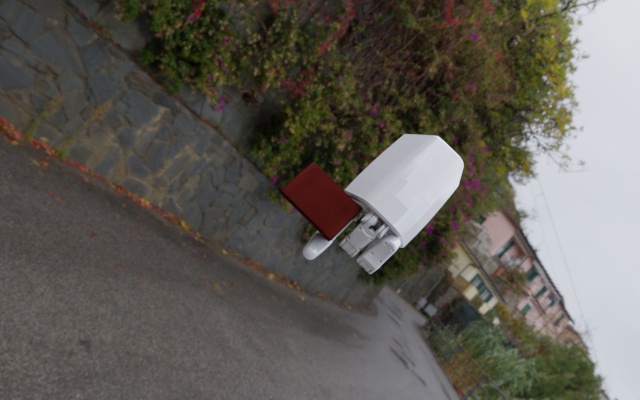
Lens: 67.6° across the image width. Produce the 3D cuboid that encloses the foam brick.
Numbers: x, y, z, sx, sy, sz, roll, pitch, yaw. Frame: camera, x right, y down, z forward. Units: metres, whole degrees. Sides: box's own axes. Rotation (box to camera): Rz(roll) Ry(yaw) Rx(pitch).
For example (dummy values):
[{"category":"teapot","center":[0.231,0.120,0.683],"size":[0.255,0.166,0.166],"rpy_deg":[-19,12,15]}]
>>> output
[{"category":"foam brick","center":[0.000,0.002,0.541],"size":[0.078,0.051,0.053],"rpy_deg":[45,-3,1]}]
